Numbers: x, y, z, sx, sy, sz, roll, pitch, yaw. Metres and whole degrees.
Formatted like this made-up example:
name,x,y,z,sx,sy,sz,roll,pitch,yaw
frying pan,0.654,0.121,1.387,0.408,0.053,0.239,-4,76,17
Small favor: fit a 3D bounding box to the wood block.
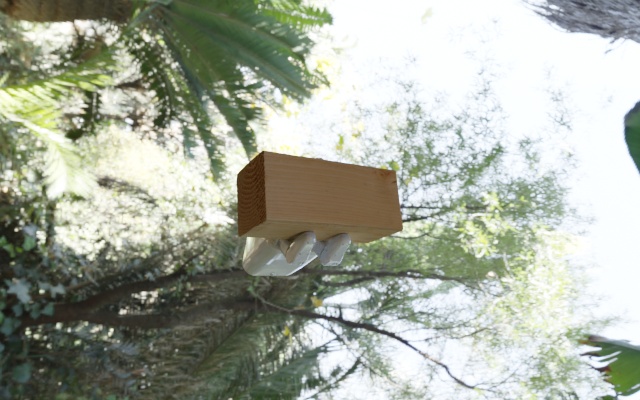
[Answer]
name,x,y,z,sx,sy,sz,roll,pitch,yaw
wood block,0.000,0.002,0.647,0.206,0.090,0.090,6,-20,-31
